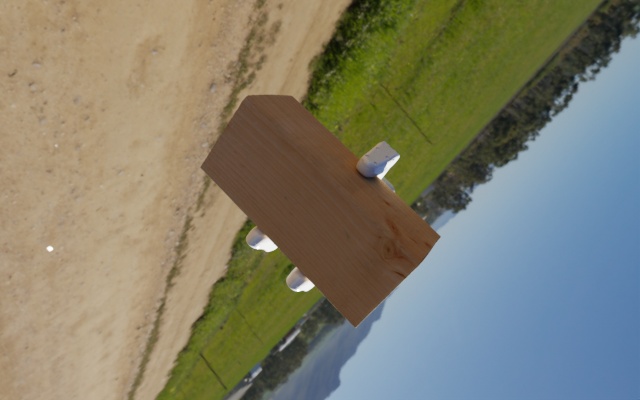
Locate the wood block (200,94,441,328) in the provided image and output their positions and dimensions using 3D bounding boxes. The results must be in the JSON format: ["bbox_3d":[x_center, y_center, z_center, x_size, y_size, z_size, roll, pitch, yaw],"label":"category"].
[{"bbox_3d":[0.001,0.001,0.451,0.206,0.091,0.090,44,25,11],"label":"wood block"}]
